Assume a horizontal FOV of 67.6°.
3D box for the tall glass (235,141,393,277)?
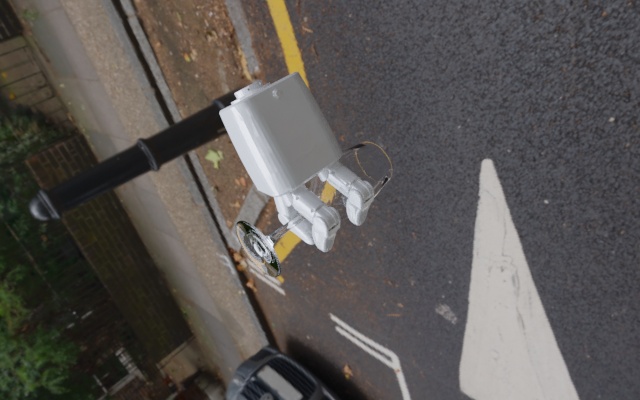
[{"bbox_3d":[0.000,0.002,0.570,0.201,0.079,0.079,-36,20,-30],"label":"tall glass"}]
